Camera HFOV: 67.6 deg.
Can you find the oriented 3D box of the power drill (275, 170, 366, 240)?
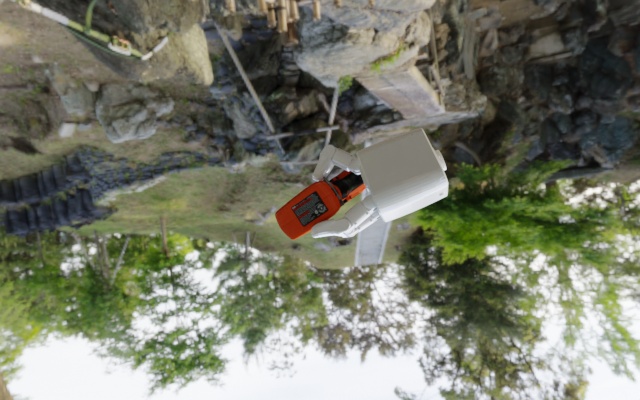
[{"bbox_3d":[0.000,0.003,0.792,0.184,0.057,0.187,-37,-1,26],"label":"power drill"}]
